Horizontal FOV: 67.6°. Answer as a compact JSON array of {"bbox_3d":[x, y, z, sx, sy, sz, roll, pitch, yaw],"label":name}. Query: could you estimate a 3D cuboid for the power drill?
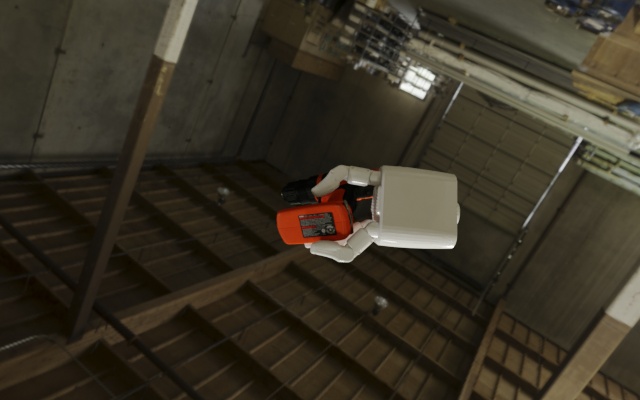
[{"bbox_3d":[0.000,0.003,0.742,0.184,0.057,0.187,-8,19,21],"label":"power drill"}]
